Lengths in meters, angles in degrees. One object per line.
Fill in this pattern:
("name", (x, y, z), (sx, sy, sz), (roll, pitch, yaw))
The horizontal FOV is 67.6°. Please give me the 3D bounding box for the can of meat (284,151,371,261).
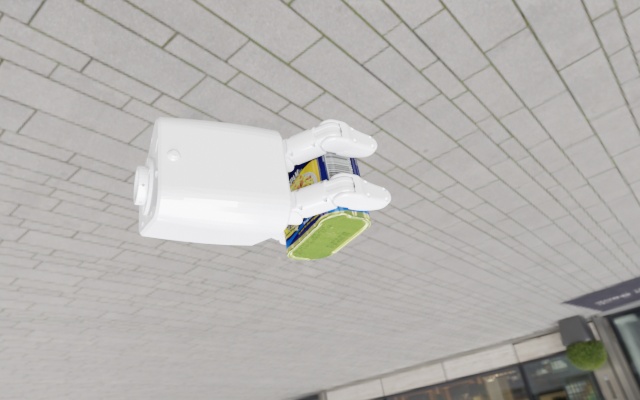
("can of meat", (0.000, 0.002, 0.464), (0.057, 0.084, 0.102), (7, -33, -29))
